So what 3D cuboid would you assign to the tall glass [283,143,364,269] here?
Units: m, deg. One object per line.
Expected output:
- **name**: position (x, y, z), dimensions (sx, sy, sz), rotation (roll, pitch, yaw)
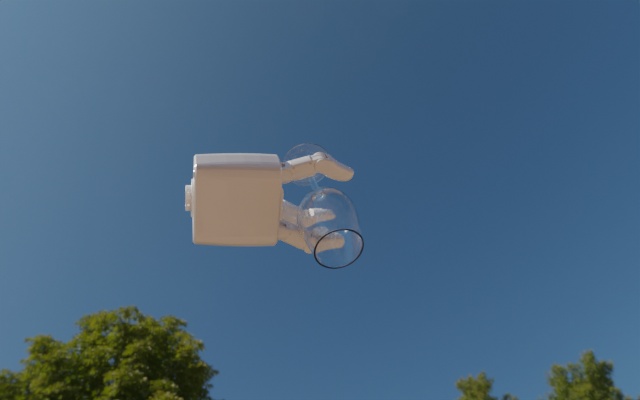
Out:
- **tall glass**: position (0.000, 0.002, 0.644), dimensions (0.079, 0.079, 0.201), rotation (0, 34, -16)
